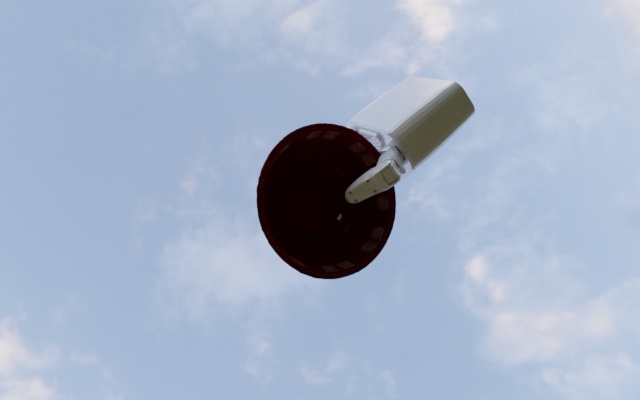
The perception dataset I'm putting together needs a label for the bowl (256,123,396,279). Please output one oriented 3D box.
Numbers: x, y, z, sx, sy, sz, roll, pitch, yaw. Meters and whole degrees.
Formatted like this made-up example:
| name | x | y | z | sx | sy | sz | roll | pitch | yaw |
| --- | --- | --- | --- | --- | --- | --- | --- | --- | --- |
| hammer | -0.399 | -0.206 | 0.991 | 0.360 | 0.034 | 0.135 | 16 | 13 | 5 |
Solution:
| name | x | y | z | sx | sy | sz | roll | pitch | yaw |
| --- | --- | --- | --- | --- | --- | --- | --- | --- | --- |
| bowl | -0.001 | 0.002 | 0.513 | 0.162 | 0.162 | 0.055 | 0 | -4 | -27 |
